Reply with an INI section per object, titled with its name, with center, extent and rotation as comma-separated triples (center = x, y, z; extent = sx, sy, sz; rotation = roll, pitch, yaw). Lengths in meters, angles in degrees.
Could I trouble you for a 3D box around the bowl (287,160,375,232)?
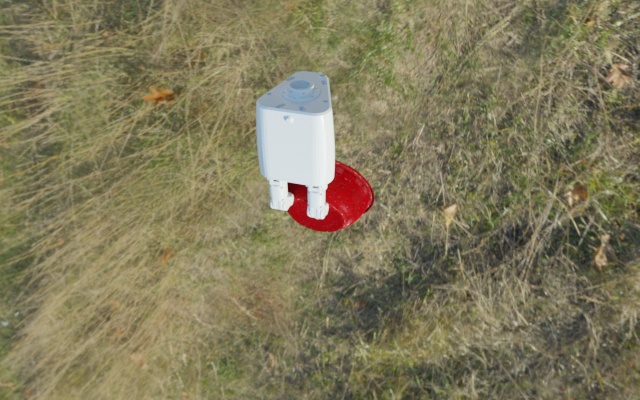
[bowl]
center = 0.000, 0.004, 0.746
extent = 0.162, 0.055, 0.162
rotation = 12, -32, 8
